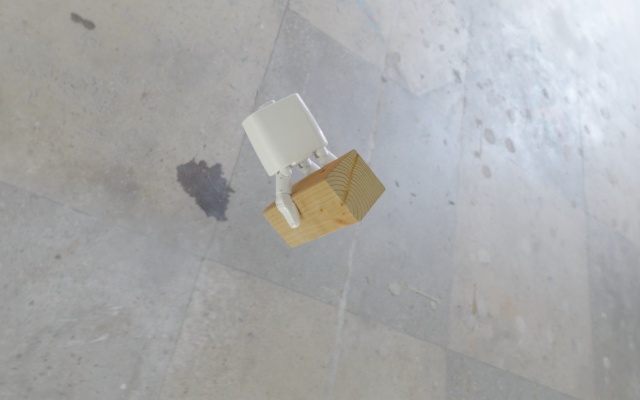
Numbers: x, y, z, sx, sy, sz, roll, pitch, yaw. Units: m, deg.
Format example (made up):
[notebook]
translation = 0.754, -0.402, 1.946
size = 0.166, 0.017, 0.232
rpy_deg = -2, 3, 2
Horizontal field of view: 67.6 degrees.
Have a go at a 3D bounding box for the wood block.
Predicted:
[wood block]
translation = 0.000, 0.003, 0.833
size = 0.206, 0.090, 0.090
rpy_deg = -26, 16, 52
